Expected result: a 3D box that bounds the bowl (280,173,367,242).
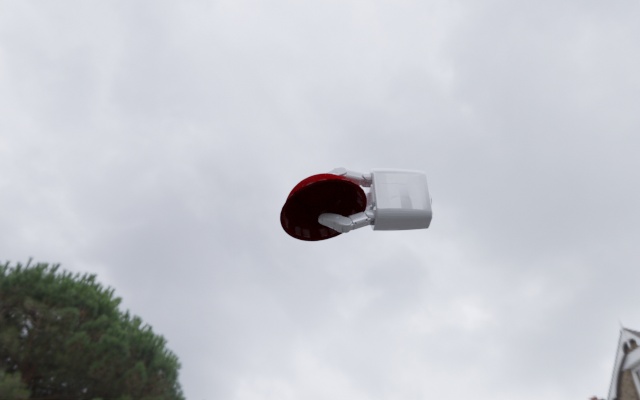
[{"bbox_3d":[-0.001,0.002,0.869,0.162,0.055,0.162,-11,-42,-10],"label":"bowl"}]
